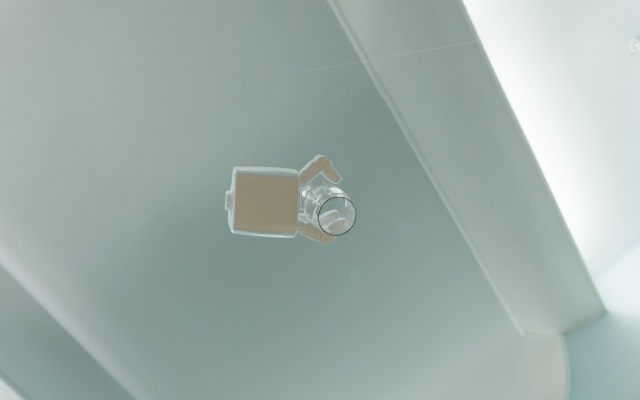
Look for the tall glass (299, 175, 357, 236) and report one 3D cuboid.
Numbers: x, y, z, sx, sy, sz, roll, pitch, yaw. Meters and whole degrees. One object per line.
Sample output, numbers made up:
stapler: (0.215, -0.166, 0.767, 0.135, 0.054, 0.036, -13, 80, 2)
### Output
tall glass: (0.000, 0.002, 0.810, 0.079, 0.079, 0.201, 0, 12, -16)
